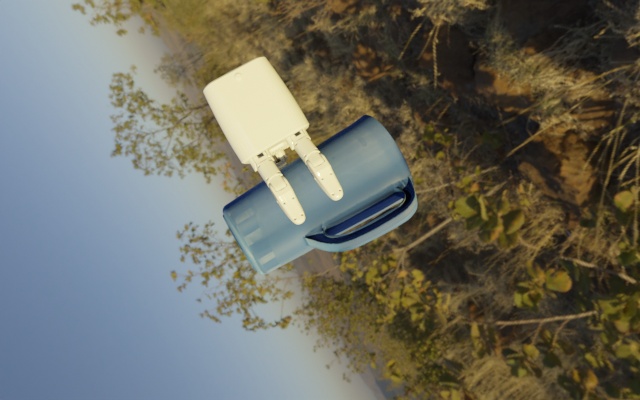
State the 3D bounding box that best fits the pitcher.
[{"bbox_3d":[0.000,0.002,0.646,0.243,0.145,0.149,-31,3,-8],"label":"pitcher"}]
